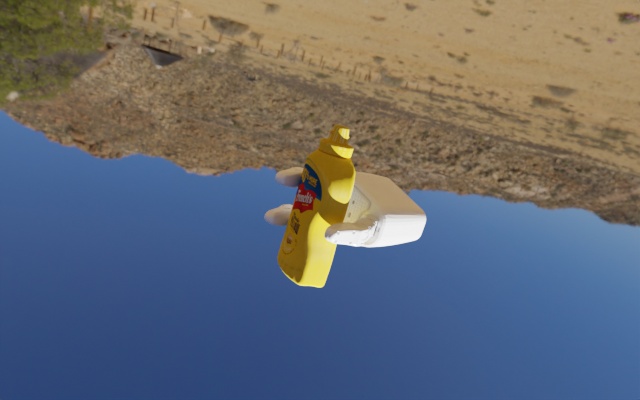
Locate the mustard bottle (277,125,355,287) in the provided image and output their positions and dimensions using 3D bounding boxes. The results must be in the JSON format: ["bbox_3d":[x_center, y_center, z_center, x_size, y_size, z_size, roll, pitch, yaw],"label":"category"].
[{"bbox_3d":[0.000,0.002,0.586,0.058,0.192,0.096,11,15,-22],"label":"mustard bottle"}]
